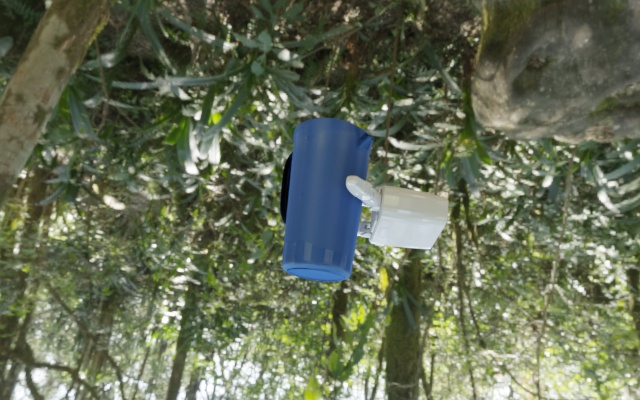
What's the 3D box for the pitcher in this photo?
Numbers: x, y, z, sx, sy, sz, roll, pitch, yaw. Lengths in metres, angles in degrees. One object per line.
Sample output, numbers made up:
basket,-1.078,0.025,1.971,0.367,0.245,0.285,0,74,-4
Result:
pitcher,0.000,0.003,0.774,0.145,0.242,0.149,8,-19,-1
